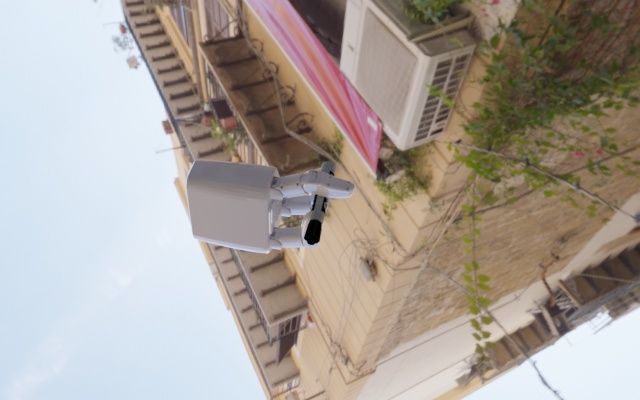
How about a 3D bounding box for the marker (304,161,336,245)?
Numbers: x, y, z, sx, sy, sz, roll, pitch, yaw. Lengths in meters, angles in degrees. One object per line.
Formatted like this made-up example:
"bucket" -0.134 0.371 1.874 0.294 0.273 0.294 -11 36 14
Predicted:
"marker" 0.000 0.002 0.572 0.020 0.121 0.020 8 -39 7
